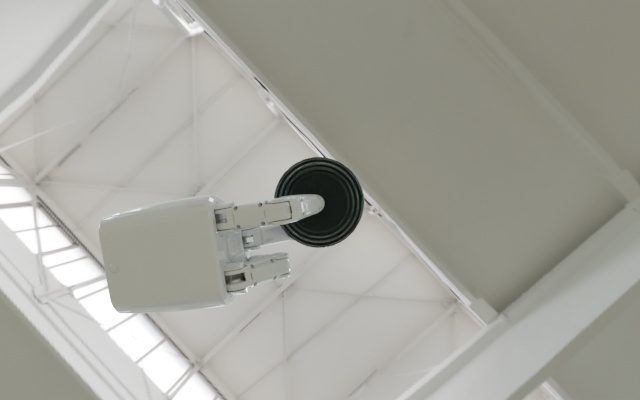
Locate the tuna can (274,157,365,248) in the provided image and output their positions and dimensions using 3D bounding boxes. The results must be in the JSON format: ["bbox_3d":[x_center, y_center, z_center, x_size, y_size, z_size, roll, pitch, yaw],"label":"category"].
[{"bbox_3d":[0.000,0.002,0.465,0.086,0.086,0.034,0,1,8],"label":"tuna can"}]
